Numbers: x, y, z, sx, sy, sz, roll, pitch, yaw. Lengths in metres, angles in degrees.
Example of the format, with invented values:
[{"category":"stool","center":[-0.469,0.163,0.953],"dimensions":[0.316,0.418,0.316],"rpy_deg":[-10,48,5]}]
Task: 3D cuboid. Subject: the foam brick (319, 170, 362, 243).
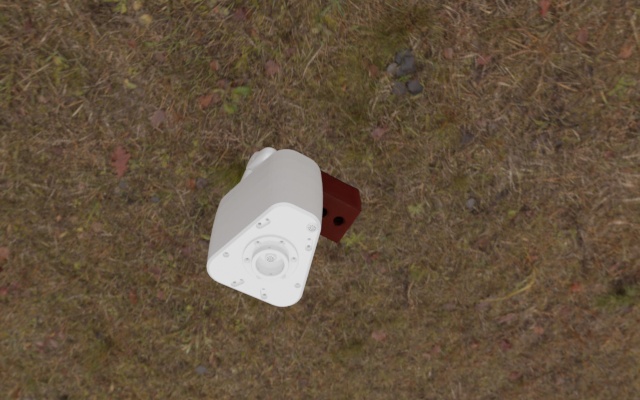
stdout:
[{"category":"foam brick","center":[0.000,0.002,0.540],"dimensions":[0.078,0.053,0.051],"rpy_deg":[26,25,-16]}]
